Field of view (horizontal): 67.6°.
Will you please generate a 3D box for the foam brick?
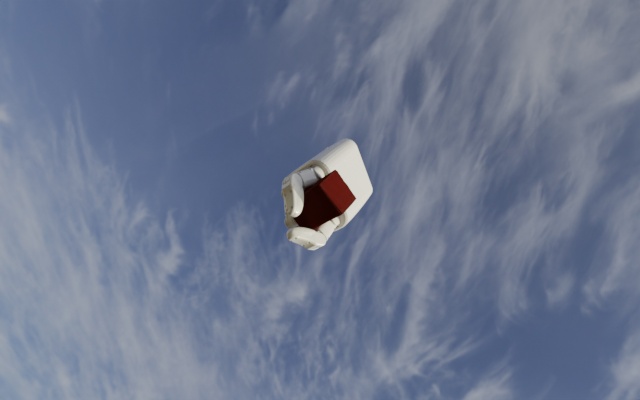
[{"bbox_3d":[0.000,0.002,0.669,0.078,0.053,0.051,-30,8,41],"label":"foam brick"}]
